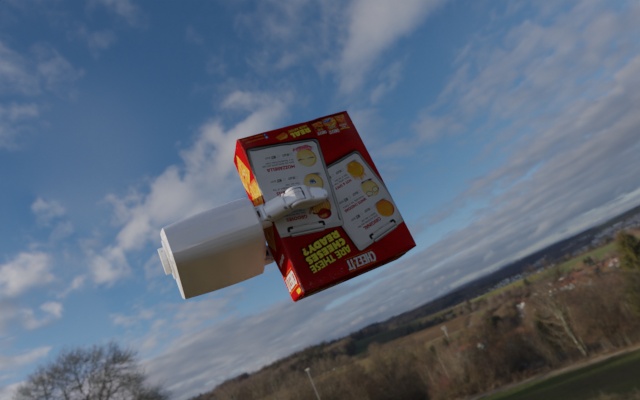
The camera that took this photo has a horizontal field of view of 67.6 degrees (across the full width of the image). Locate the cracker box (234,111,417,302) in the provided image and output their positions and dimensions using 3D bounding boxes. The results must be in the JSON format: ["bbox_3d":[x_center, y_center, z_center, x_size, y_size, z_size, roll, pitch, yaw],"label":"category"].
[{"bbox_3d":[0.000,0.002,0.630,0.164,0.213,0.072,-19,-17,-21],"label":"cracker box"}]
